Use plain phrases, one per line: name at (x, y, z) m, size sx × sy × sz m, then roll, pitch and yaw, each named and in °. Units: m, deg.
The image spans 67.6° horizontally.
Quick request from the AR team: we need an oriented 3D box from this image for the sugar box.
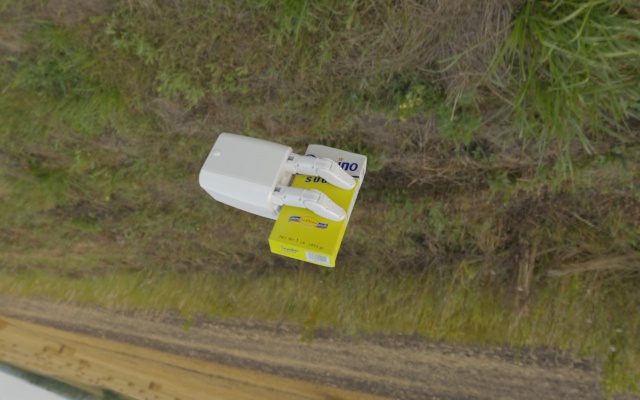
sugar box at (0.000, 0.002, 0.688) m, size 0.093 × 0.176 × 0.048 m, roll 14°, pitch -29°, yaw 10°
